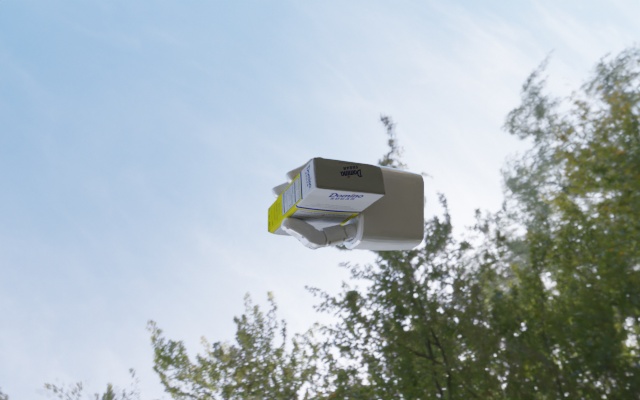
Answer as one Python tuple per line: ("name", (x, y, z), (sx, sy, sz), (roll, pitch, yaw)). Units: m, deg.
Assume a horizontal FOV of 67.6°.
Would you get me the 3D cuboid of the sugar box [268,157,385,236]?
("sugar box", (0.000, 0.002, 0.626), (0.093, 0.048, 0.176), (5, -25, -24))
